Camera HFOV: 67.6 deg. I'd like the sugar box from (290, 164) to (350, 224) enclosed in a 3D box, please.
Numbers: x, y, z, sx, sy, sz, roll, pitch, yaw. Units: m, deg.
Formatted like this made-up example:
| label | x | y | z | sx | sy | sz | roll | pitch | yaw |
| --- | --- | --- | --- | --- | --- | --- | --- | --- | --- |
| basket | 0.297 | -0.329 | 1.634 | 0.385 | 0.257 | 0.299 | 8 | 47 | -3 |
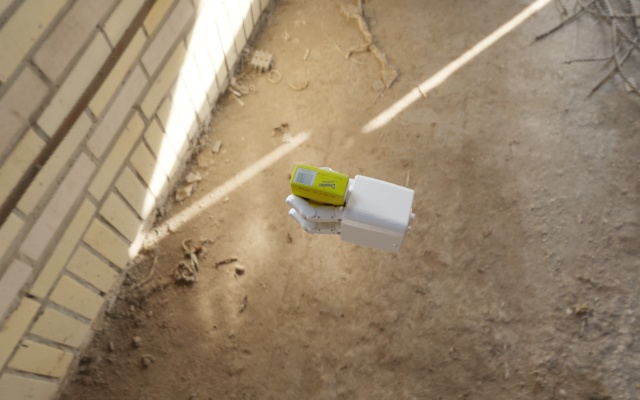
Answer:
| label | x | y | z | sx | sy | sz | roll | pitch | yaw |
| --- | --- | --- | --- | --- | --- | --- | --- | --- | --- |
| sugar box | 0.000 | 0.003 | 0.850 | 0.093 | 0.048 | 0.176 | 14 | -26 | 8 |
